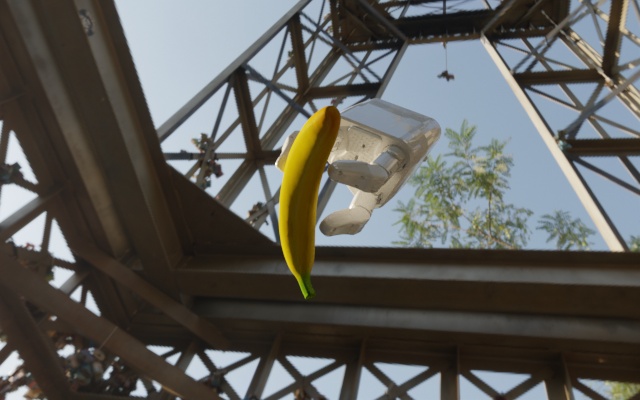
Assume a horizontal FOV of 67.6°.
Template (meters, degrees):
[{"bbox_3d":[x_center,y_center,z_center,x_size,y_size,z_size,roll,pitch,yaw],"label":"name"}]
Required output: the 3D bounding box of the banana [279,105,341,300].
[{"bbox_3d":[-0.012,-0.003,0.463,0.037,0.198,0.069,-17,34,-36],"label":"banana"}]
